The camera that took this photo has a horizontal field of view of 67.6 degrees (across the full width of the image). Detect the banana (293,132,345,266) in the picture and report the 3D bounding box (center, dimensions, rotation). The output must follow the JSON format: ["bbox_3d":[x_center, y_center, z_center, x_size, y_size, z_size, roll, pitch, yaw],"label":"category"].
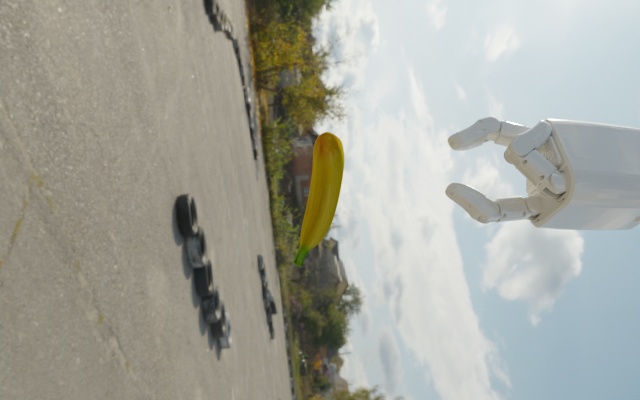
[{"bbox_3d":[0.003,-0.008,0.538,0.037,0.198,0.069,13,43,3],"label":"banana"}]
